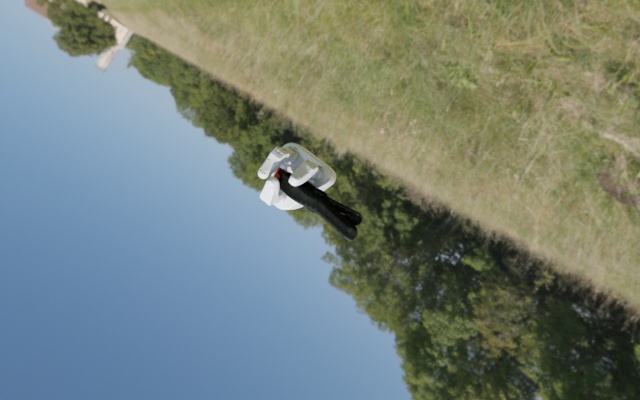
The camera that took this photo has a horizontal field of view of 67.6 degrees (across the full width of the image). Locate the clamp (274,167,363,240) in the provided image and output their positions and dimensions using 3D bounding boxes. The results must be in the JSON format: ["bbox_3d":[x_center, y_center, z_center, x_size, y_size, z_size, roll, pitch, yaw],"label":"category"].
[{"bbox_3d":[0.000,0.003,0.793,0.171,0.039,0.120,38,8,10],"label":"clamp"}]
